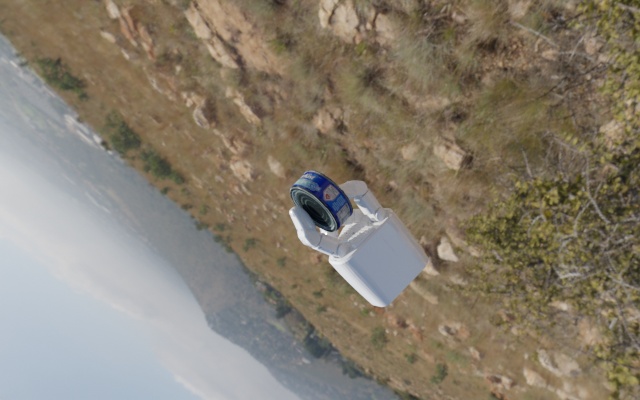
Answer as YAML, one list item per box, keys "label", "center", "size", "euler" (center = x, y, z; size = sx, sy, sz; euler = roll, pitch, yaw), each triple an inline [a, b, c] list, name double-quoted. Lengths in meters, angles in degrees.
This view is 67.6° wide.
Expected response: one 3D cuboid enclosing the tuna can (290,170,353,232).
- label: "tuna can"
  center: [0.000, 0.002, 0.640]
  size: [0.033, 0.086, 0.086]
  euler: [-47, 21, -22]
